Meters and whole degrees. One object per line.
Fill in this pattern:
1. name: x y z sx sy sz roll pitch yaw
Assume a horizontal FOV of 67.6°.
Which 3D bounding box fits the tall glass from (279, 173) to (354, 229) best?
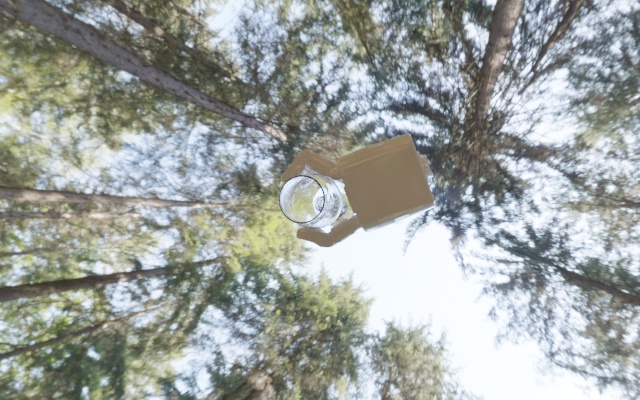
1. tall glass: 0.000 0.002 0.700 0.079 0.079 0.201 0 -2 14
